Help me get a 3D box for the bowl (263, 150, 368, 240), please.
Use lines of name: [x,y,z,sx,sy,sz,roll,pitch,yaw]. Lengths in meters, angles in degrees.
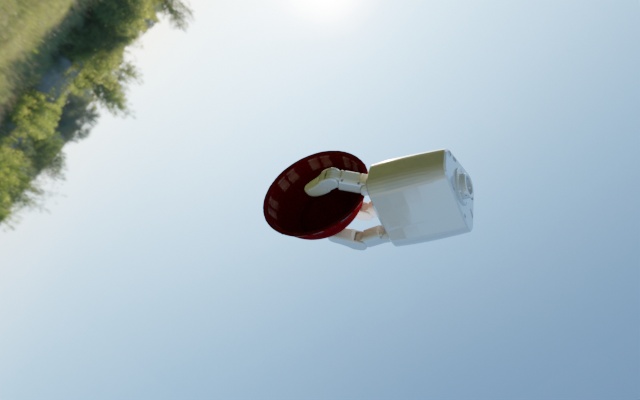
bowl: [-0.001,0.002,0.693,0.162,0.162,0.055,0,-40,27]
